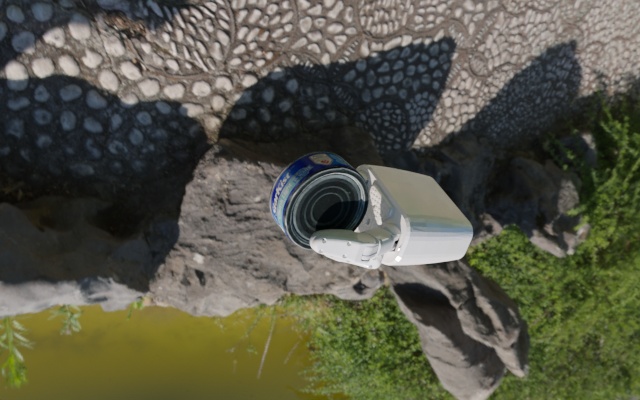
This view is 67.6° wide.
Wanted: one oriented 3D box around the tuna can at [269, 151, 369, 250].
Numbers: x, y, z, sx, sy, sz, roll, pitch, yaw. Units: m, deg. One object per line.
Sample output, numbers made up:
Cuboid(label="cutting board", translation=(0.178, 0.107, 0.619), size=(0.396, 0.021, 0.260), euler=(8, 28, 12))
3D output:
Cuboid(label="tuna can", translation=(0.000, 0.002, 0.426), size=(0.086, 0.086, 0.033), euler=(0, 28, -31))
